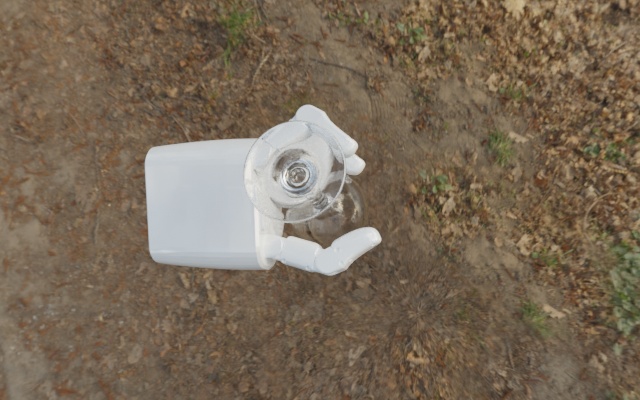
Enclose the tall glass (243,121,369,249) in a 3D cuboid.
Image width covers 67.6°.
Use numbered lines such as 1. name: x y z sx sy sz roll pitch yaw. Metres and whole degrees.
1. tall glass: 0.000 0.001 0.426 0.079 0.079 0.201 0 -13 12
